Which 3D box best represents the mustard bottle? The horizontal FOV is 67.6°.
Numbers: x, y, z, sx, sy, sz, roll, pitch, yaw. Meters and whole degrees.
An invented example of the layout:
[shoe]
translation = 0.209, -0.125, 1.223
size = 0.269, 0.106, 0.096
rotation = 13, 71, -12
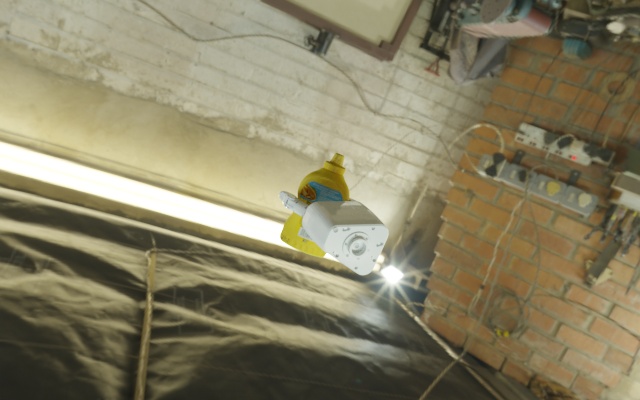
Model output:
[mustard bottle]
translation = 0.000, 0.003, 0.889
size = 0.096, 0.192, 0.058
rotation = 22, 11, 1
